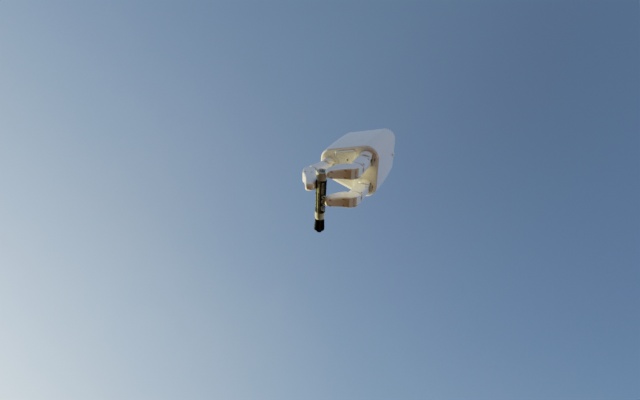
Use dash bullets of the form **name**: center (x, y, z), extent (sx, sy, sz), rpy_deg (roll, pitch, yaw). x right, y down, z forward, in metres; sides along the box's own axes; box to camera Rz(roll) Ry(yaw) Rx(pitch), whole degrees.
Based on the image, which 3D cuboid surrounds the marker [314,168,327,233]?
- **marker**: center (0.000, 0.003, 0.816), extent (0.020, 0.121, 0.020), rpy_deg (2, 31, -1)
